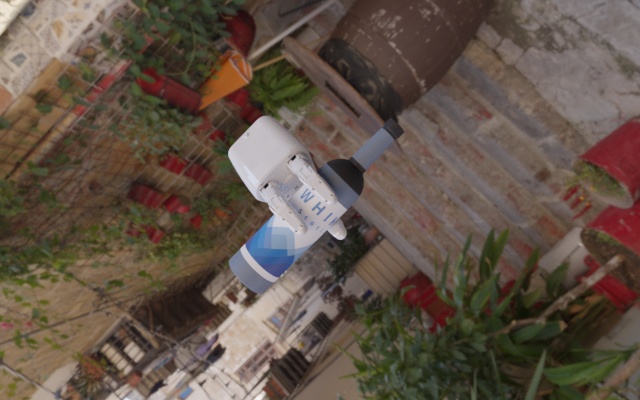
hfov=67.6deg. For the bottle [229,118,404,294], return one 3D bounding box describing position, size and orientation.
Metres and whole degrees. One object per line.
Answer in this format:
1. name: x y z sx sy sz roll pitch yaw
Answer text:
1. bottle: 0.000 0.002 0.655 0.069 0.296 0.069 45 4 -4
